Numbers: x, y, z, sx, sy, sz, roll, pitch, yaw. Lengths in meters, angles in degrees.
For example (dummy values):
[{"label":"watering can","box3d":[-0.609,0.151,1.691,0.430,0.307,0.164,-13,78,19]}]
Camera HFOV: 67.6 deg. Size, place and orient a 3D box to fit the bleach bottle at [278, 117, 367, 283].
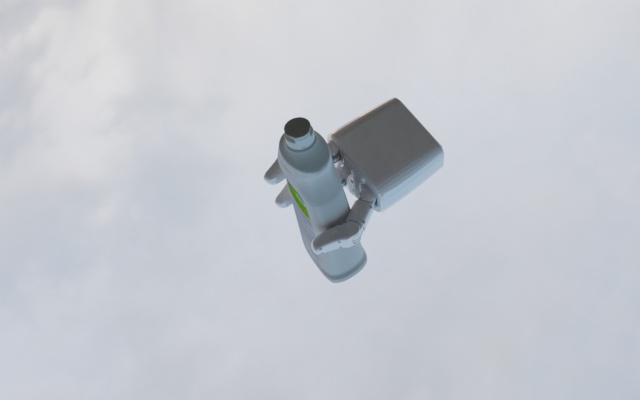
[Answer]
[{"label":"bleach bottle","box3d":[0.000,0.002,0.581,0.068,0.102,0.251,-32,-34,-12]}]
